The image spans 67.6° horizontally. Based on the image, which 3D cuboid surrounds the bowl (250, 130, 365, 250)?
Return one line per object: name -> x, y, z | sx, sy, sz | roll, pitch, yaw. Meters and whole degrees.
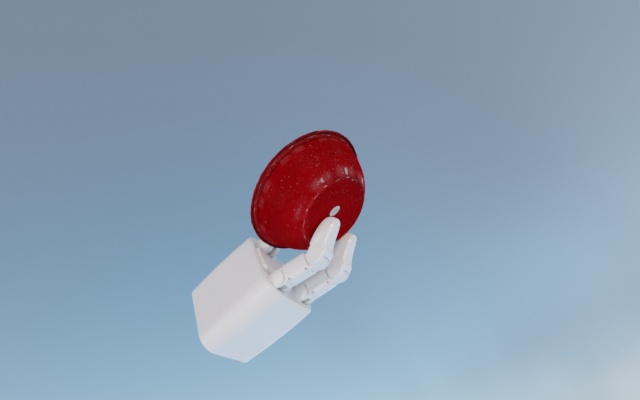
bowl -> 0.001, 0.001, 0.563 | 0.162, 0.162, 0.055 | 0, 28, -44
